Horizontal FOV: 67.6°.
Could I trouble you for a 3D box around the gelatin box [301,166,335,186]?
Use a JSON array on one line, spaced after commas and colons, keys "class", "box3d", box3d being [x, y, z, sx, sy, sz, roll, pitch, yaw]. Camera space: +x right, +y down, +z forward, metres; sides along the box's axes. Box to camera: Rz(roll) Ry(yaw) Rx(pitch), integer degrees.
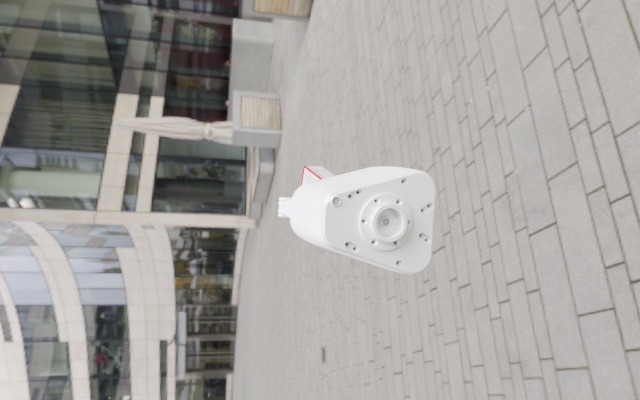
[{"class": "gelatin box", "box3d": [0.000, 0.002, 0.588, 0.030, 0.073, 0.089, 2, 16, -21]}]
